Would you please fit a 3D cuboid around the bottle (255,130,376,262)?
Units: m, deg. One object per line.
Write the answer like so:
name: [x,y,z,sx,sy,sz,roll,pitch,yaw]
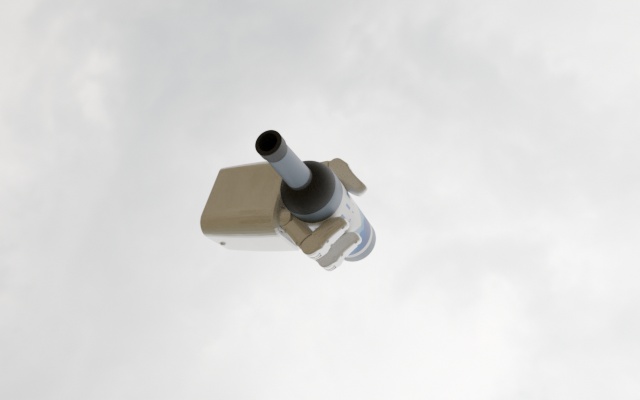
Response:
bottle: [0.000,0.002,0.566,0.069,0.069,0.296,0,-22,21]
